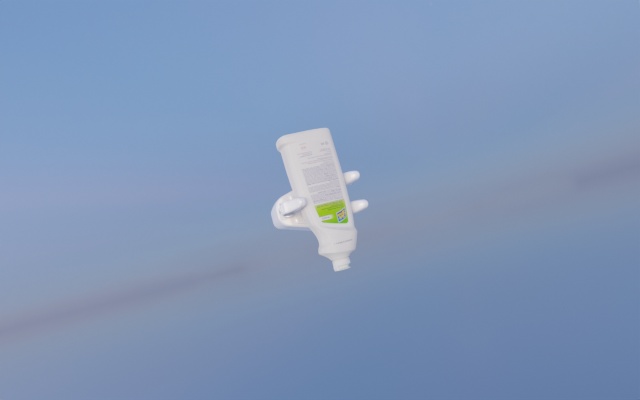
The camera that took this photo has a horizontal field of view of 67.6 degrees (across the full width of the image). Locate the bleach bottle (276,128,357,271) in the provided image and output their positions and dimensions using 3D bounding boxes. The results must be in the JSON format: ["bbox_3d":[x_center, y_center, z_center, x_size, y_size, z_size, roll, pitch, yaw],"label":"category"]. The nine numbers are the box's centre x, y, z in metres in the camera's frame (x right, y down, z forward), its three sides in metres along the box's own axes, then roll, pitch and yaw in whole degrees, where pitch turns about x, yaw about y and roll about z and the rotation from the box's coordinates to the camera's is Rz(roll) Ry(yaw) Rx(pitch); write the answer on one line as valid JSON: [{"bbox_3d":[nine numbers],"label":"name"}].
[{"bbox_3d":[0.000,0.003,0.852,0.102,0.251,0.068,-13,-6,-14],"label":"bleach bottle"}]
